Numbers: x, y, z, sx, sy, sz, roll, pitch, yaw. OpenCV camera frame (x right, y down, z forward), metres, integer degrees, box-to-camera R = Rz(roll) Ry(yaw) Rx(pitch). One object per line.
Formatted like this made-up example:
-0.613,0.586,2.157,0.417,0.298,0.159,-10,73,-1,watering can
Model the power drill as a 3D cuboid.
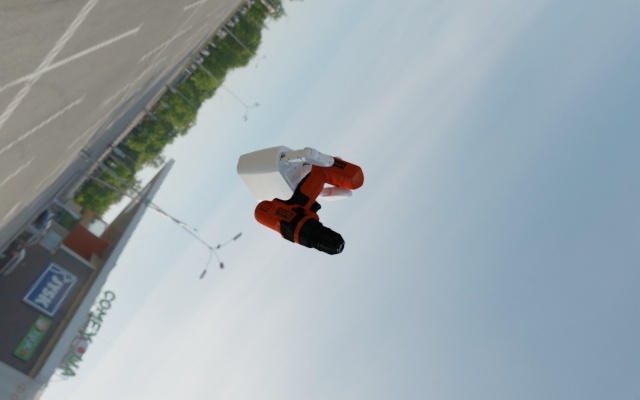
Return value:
0.000,0.002,0.860,0.184,0.057,0.187,23,54,27,power drill
